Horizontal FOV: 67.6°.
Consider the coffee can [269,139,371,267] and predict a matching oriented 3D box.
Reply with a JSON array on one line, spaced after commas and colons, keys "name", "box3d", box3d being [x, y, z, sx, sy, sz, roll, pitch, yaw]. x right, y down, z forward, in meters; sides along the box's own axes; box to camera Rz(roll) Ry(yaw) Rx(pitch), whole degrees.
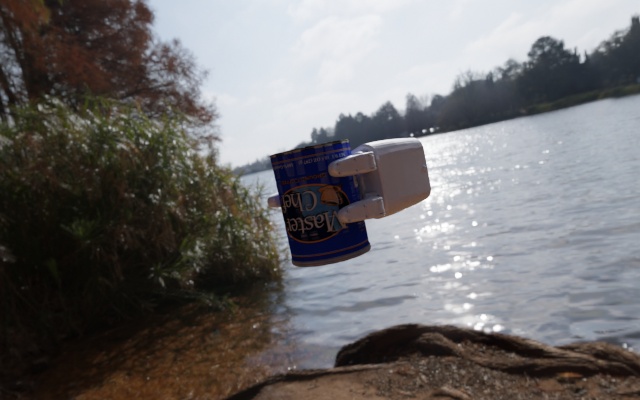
[{"name": "coffee can", "box3d": [0.000, 0.002, 0.602, 0.103, 0.140, 0.103, -12, 5, 1]}]
